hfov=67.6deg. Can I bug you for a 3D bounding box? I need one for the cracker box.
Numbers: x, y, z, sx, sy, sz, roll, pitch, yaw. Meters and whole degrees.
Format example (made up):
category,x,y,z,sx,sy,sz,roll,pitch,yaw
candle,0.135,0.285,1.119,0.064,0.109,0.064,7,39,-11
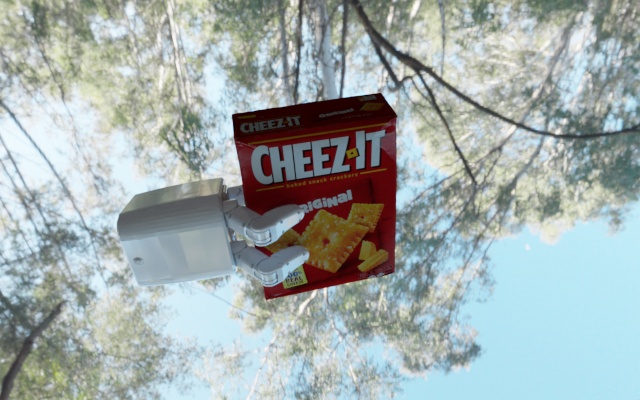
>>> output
category,x,y,z,sx,sy,sz,roll,pitch,yaw
cracker box,0.000,0.002,0.536,0.164,0.214,0.072,-10,35,-7
